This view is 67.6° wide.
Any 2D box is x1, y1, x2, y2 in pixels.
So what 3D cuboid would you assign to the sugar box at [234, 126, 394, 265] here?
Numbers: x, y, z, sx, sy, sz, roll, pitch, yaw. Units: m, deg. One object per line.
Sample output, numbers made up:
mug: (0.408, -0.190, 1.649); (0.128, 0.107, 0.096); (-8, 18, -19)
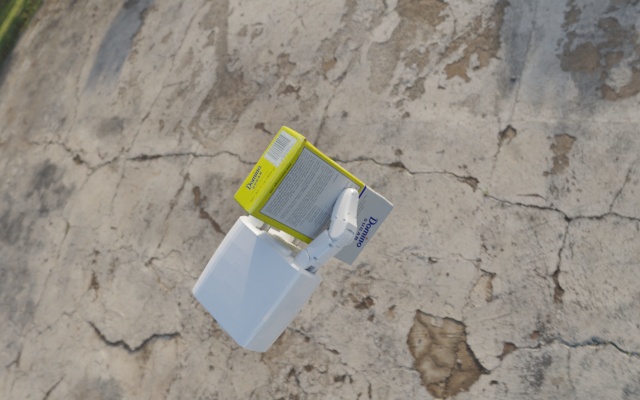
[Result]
sugar box: (0.000, 0.002, 0.532); (0.176, 0.093, 0.048); (33, 5, -47)
